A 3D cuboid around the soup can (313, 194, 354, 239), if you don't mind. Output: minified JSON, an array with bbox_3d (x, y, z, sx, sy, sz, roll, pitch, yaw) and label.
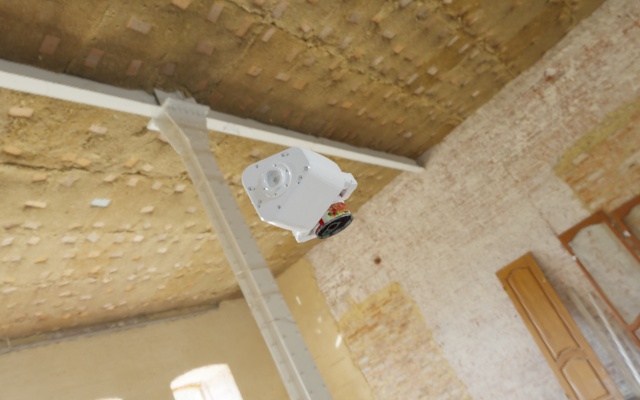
[{"bbox_3d":[0.000,0.002,0.782,0.068,0.102,0.068,-26,-22,-11],"label":"soup can"}]
